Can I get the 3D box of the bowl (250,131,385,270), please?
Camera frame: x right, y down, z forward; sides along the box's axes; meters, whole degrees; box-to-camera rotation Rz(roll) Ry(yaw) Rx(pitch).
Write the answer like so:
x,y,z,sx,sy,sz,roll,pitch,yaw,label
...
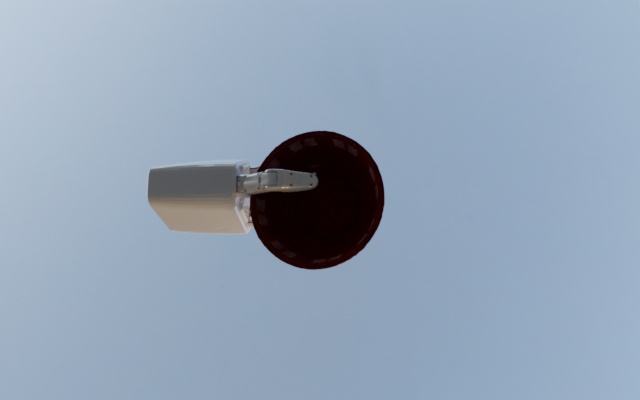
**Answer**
x,y,z,sx,sy,sz,roll,pitch,yaw,label
0.001,0.002,0.569,0.162,0.162,0.055,0,-10,17,bowl
